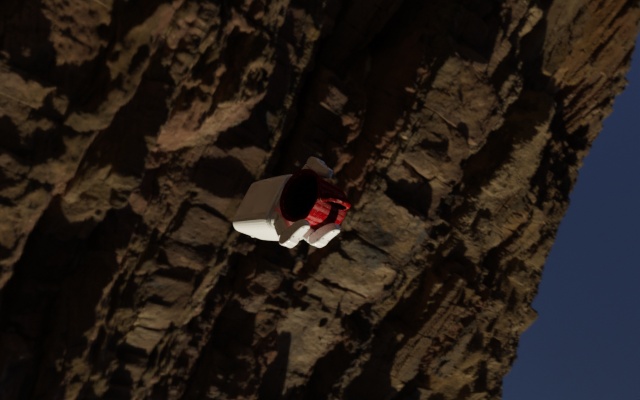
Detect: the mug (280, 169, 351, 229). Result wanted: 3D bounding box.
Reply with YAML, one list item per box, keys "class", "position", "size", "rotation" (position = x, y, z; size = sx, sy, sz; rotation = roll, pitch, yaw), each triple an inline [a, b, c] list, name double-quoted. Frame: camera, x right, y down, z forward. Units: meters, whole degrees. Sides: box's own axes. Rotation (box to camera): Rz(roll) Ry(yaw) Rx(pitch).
- class: "mug"
  position: [0.001, 0.003, 0.802]
  size: [0.117, 0.093, 0.081]
  rotation: [-6, -23, 44]
